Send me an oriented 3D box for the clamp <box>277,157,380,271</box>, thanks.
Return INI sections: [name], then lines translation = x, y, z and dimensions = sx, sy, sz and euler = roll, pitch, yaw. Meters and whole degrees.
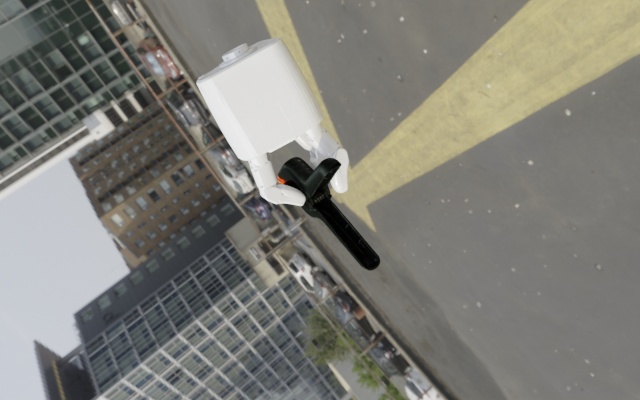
[clamp]
translation = -0.001, 0.002, 0.640
dimensions = 0.036, 0.165, 0.210
euler = -33, 25, -16
